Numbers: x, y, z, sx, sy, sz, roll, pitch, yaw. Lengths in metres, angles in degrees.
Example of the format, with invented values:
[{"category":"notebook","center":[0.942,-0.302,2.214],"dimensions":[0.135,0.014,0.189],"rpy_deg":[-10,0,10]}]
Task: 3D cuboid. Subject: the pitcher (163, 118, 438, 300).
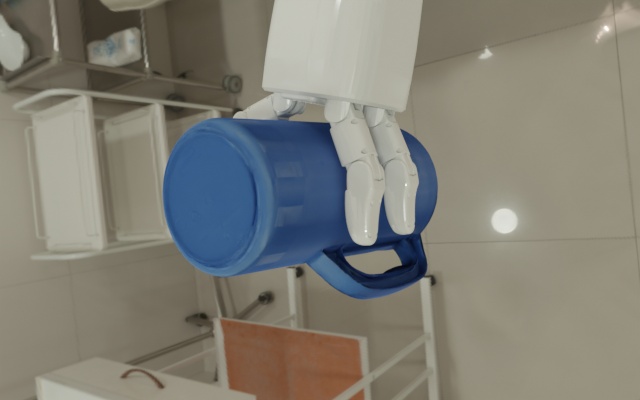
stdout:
[{"category":"pitcher","center":[0.000,0.001,0.408],"dimensions":[0.149,0.145,0.243],"rpy_deg":[16,12,34]}]
